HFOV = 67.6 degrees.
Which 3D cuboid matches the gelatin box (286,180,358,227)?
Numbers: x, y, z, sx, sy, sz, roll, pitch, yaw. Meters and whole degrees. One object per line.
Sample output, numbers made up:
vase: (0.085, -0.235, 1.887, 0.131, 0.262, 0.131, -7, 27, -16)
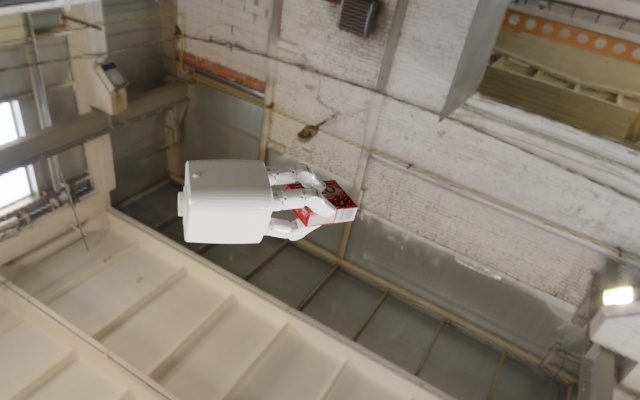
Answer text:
gelatin box: (0.000, 0.003, 0.717, 0.089, 0.030, 0.073, -6, 39, -32)
